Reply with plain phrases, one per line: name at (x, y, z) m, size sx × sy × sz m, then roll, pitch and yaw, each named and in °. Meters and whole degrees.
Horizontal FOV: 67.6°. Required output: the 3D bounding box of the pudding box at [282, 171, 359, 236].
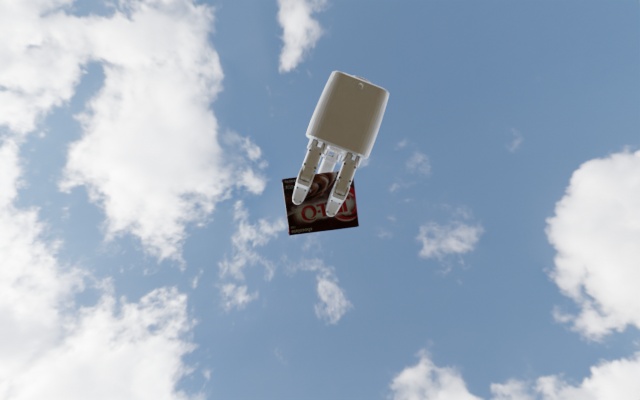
pudding box at (0.000, 0.002, 0.750) m, size 0.113 × 0.090 × 0.039 m, roll -7°, pitch 6°, yaw -1°
